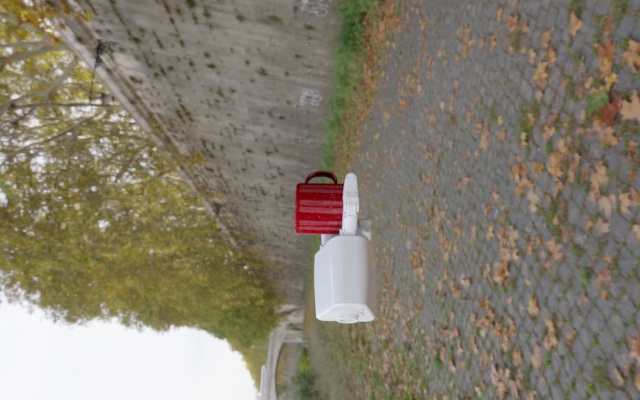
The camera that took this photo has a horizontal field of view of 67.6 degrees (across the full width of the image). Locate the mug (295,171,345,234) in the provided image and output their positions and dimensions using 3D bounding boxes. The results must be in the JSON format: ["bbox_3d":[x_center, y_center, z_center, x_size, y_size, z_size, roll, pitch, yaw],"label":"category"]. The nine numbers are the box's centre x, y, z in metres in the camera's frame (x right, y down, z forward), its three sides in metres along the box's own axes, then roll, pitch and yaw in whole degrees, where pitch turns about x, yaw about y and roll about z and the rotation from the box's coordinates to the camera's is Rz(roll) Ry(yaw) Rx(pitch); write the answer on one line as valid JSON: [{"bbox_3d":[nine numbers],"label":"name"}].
[{"bbox_3d":[0.000,0.001,0.774,0.081,0.117,0.093,1,-27,-2],"label":"mug"}]
